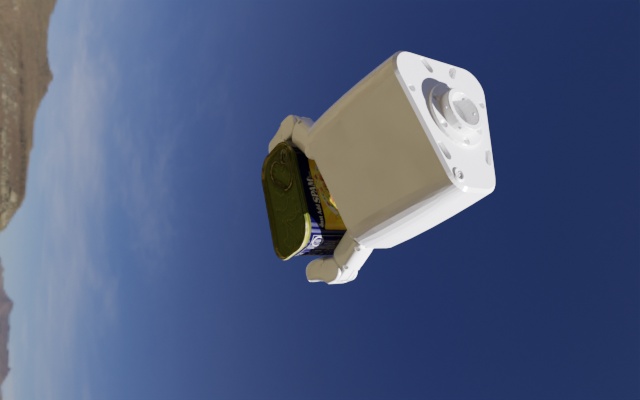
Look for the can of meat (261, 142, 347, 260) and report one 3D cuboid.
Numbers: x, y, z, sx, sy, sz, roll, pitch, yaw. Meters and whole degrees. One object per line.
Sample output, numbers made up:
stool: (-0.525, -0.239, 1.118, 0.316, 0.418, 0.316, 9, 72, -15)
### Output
can of meat: (0.000, 0.002, 0.440, 0.084, 0.102, 0.057, 3, -28, -34)
